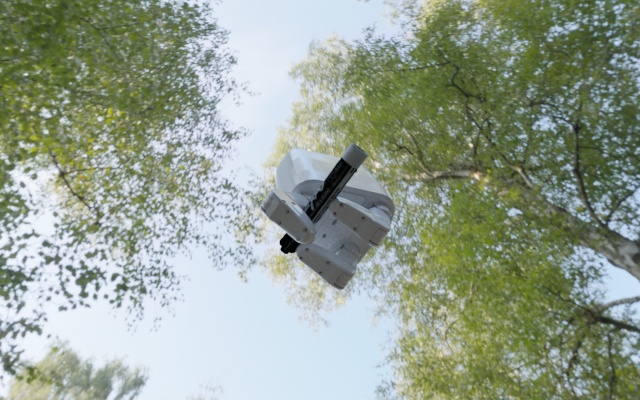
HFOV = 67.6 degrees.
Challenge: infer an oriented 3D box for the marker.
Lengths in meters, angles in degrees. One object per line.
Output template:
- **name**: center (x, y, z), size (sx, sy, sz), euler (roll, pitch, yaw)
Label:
- **marker**: center (0.000, 0.001, 0.434), size (0.020, 0.121, 0.020), euler (33, 16, -11)
